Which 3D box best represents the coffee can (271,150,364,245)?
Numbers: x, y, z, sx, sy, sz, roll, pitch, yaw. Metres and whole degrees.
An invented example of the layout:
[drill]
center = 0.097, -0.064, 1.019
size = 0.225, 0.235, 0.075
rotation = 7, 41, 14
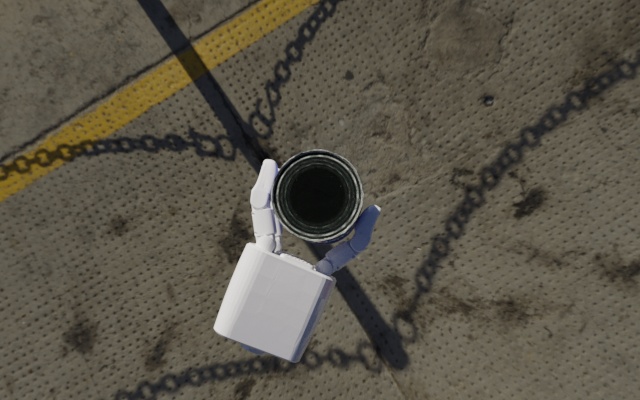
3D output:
[coffee can]
center = 0.000, 0.002, 0.591
size = 0.103, 0.103, 0.140
rotation = 0, -6, 3
